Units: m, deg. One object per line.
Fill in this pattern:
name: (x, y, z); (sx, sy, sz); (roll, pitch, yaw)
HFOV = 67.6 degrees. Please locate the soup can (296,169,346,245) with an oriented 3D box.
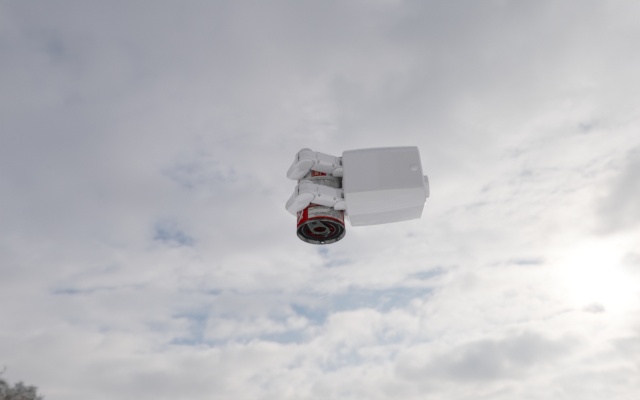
soup can: (0.000, 0.002, 0.677); (0.068, 0.102, 0.068); (-1, -33, 0)
